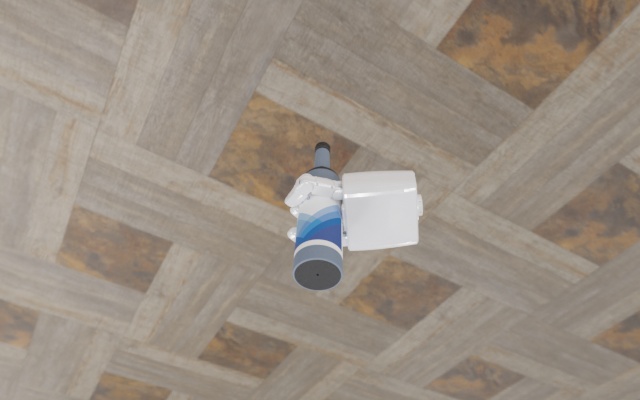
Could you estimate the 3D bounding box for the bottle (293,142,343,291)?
[{"bbox_3d":[0.000,0.003,0.739,0.069,0.069,0.295,0,41,2],"label":"bottle"}]
